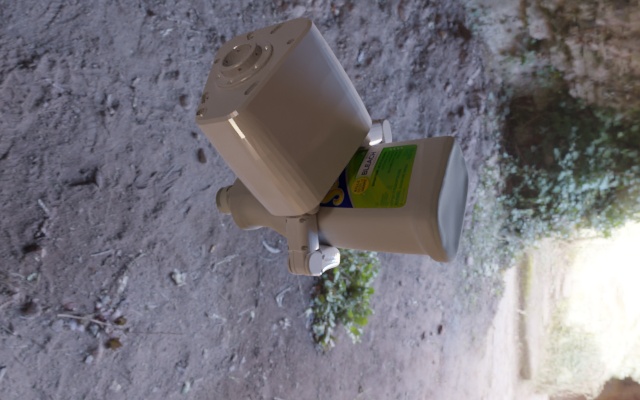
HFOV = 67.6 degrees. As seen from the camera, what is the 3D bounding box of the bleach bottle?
[{"bbox_3d":[0.000,0.001,0.439,0.251,0.102,0.068,-3,-39,33],"label":"bleach bottle"}]
